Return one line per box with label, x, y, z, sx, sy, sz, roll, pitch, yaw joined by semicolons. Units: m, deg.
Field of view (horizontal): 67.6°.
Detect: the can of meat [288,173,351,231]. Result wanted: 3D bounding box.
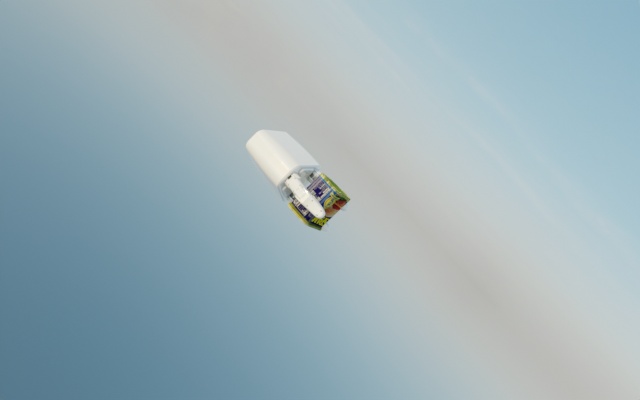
can of meat;0.000;0.003;0.872;0.057;0.084;0.102;48;7;21
